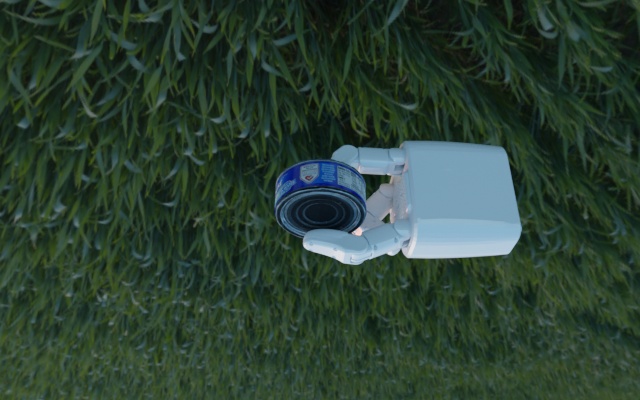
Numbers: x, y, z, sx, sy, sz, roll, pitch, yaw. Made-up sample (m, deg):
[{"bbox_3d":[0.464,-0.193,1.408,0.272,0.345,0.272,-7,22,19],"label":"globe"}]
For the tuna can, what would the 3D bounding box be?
[{"bbox_3d":[0.000,0.002,0.444,0.086,0.033,0.086,0,-37,0],"label":"tuna can"}]
